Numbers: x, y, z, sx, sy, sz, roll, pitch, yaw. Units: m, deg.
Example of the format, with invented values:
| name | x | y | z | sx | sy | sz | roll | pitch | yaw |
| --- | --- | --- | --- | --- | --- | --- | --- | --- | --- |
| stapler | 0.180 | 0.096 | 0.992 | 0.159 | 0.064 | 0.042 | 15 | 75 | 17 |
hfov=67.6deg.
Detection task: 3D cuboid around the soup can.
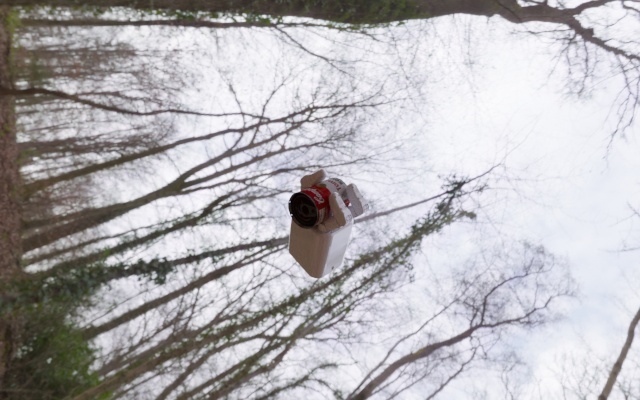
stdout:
| name | x | y | z | sx | sy | sz | roll | pitch | yaw |
| --- | --- | --- | --- | --- | --- | --- | --- | --- | --- |
| soup can | 0.000 | 0.002 | 0.867 | 0.068 | 0.068 | 0.102 | 0 | 18 | 41 |
